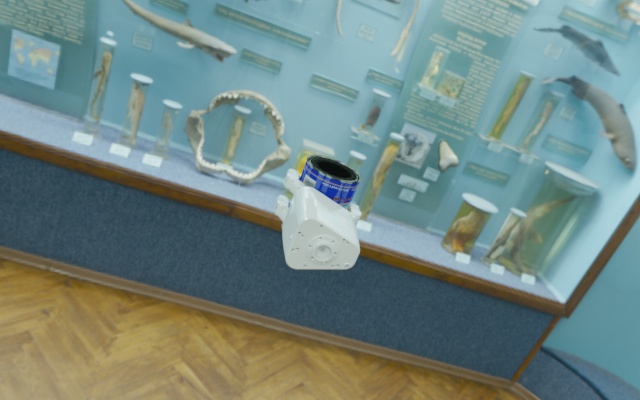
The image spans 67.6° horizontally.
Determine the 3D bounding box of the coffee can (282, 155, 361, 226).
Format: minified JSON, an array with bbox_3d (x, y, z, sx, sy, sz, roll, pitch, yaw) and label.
[{"bbox_3d":[0.000,0.003,0.860,0.103,0.140,0.102,19,22,-8],"label":"coffee can"}]
